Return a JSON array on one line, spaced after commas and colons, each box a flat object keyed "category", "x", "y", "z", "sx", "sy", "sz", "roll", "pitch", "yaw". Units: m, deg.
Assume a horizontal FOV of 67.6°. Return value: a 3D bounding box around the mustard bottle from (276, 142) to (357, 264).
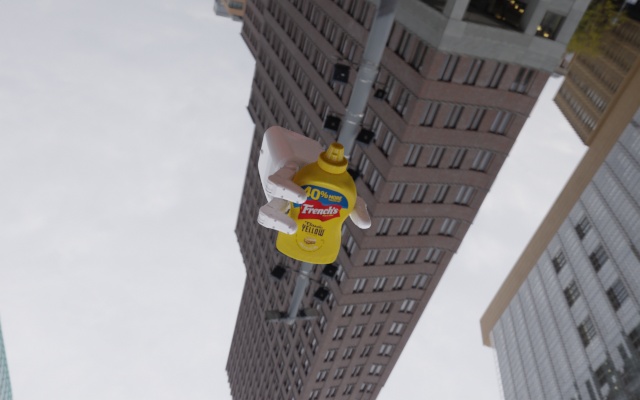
[{"category": "mustard bottle", "x": 0.000, "y": 0.003, "z": 0.695, "sx": 0.096, "sy": 0.192, "sz": 0.058, "roll": 16, "pitch": 33, "yaw": -2}]
